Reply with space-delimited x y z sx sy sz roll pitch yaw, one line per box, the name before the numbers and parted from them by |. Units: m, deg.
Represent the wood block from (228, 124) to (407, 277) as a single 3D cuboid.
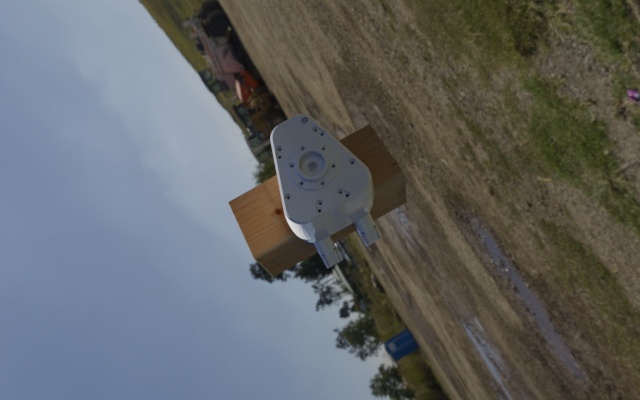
wood block | 0.000 0.002 0.625 0.206 0.090 0.090 -29 -26 -2
